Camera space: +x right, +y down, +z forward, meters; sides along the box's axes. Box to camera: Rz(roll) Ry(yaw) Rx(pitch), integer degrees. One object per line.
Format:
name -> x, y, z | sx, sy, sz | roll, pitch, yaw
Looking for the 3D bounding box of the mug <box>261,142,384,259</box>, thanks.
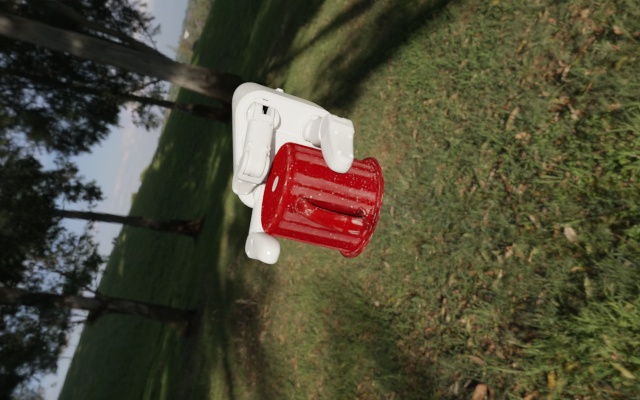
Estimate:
mug -> 0.000, 0.002, 0.402 | 0.081, 0.093, 0.117 | 14, 15, -18
